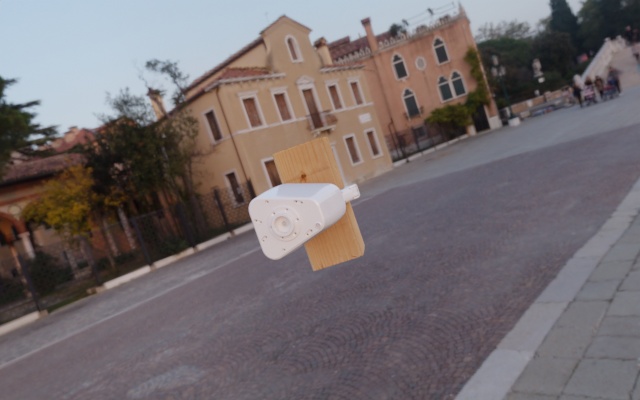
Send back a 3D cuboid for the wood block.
[{"bbox_3d":[0.000,0.003,0.821,0.091,0.206,0.090,-18,5,9],"label":"wood block"}]
